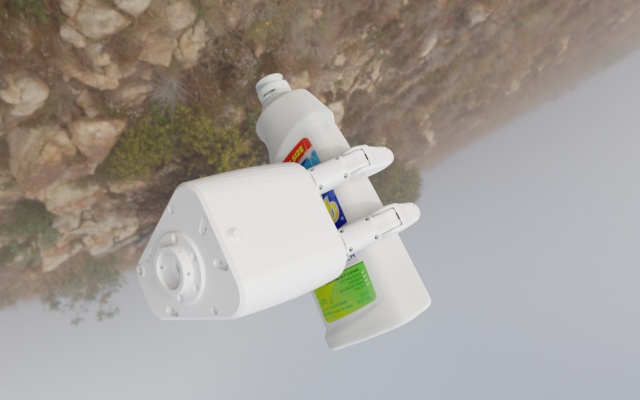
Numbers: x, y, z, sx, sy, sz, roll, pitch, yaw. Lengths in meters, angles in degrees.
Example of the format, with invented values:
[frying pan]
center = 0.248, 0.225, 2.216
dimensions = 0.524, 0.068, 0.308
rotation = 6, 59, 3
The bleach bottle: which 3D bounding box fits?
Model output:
[bleach bottle]
center = 0.000, 0.001, 0.441
dimensions = 0.102, 0.251, 0.068
rotation = -34, -12, 38
